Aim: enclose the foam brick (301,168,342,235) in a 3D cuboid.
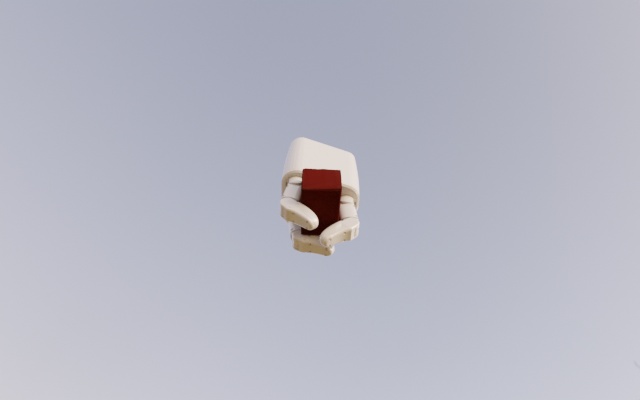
[{"bbox_3d":[0.000,0.002,0.639,0.053,0.078,0.051,3,36,-1],"label":"foam brick"}]
